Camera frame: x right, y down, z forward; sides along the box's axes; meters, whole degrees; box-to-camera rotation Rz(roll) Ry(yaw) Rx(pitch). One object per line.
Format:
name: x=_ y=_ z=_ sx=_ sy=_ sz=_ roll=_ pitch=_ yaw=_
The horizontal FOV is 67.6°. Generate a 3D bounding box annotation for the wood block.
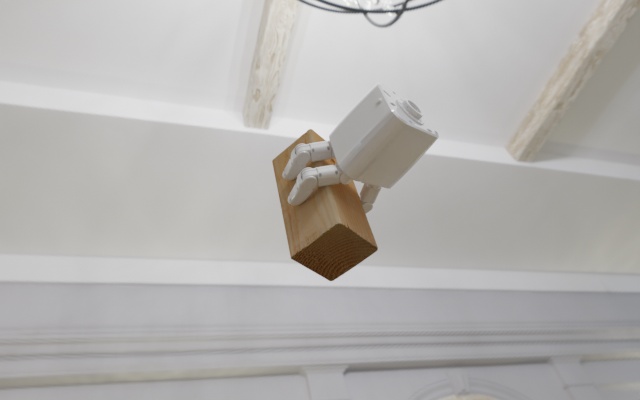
wood block: x=0.001 y=0.002 z=0.712 sx=0.090 sy=0.206 sz=0.091 roll=-38 pitch=-49 yaw=21
